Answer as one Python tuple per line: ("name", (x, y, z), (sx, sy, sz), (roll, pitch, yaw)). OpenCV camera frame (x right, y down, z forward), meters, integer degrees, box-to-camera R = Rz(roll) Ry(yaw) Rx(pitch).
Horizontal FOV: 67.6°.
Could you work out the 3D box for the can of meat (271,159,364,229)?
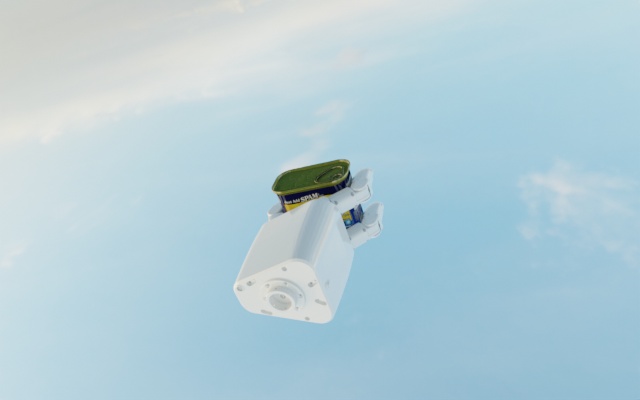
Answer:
("can of meat", (0.000, 0.002, 0.619), (0.102, 0.084, 0.057), (-11, 30, 18))
